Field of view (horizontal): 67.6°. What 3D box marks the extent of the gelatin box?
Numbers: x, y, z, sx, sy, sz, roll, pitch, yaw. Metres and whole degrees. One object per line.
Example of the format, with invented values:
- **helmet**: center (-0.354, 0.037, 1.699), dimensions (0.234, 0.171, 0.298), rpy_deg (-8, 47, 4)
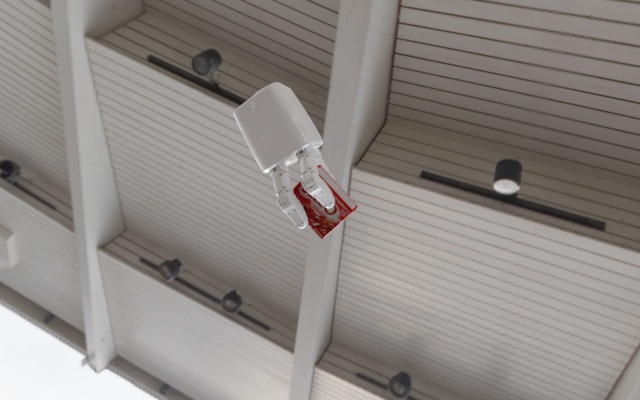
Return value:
- **gelatin box**: center (0.001, 0.003, 0.726), dimensions (0.073, 0.089, 0.030), rpy_deg (-44, -3, 27)
